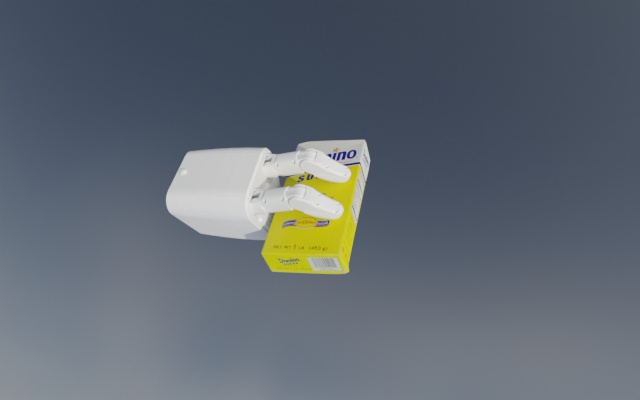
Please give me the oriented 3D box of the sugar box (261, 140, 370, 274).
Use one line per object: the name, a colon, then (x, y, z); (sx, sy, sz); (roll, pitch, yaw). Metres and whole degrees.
sugar box: (0.000, 0.002, 0.569); (0.093, 0.176, 0.048); (0, -38, 18)
